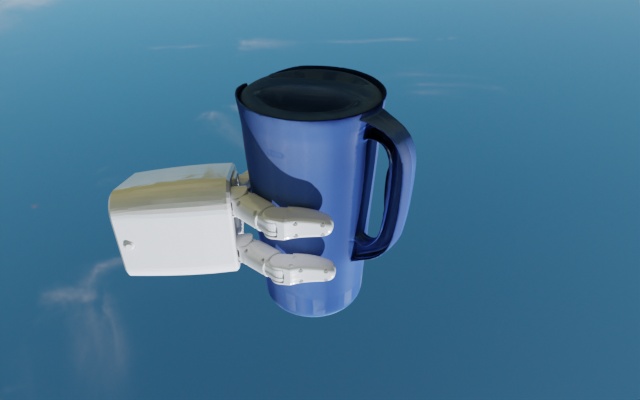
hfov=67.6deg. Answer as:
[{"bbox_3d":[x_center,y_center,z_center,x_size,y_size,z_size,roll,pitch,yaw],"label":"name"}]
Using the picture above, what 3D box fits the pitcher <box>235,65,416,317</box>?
[{"bbox_3d":[0.000,0.002,0.475,0.145,0.243,0.149,-4,34,-5],"label":"pitcher"}]
